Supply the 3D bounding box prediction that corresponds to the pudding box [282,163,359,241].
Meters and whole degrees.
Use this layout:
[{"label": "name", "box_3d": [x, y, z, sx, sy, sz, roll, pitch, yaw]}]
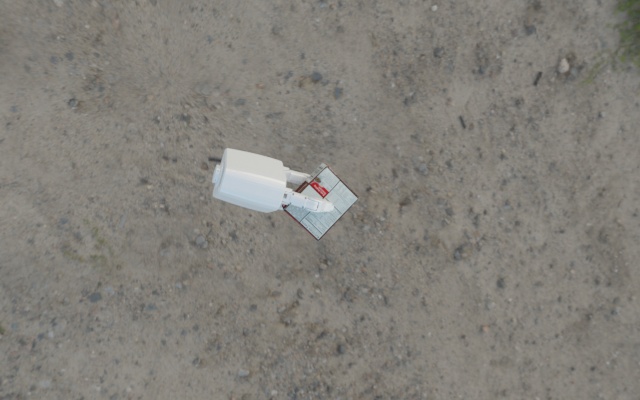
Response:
[{"label": "pudding box", "box_3d": [0.000, 0.003, 0.868, 0.090, 0.113, 0.039, 44, 0, -17]}]
